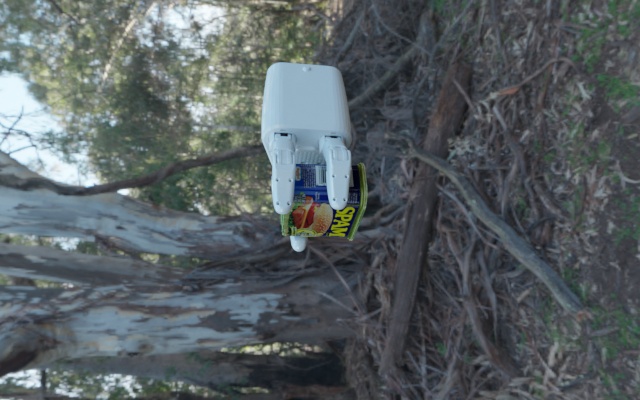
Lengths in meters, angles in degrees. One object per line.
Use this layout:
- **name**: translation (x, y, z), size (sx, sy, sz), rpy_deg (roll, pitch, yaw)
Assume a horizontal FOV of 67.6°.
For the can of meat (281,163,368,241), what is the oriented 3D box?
- **can of meat**: translation (0.000, 0.002, 0.530), size (0.084, 0.057, 0.102), rpy_deg (2, -31, -7)
